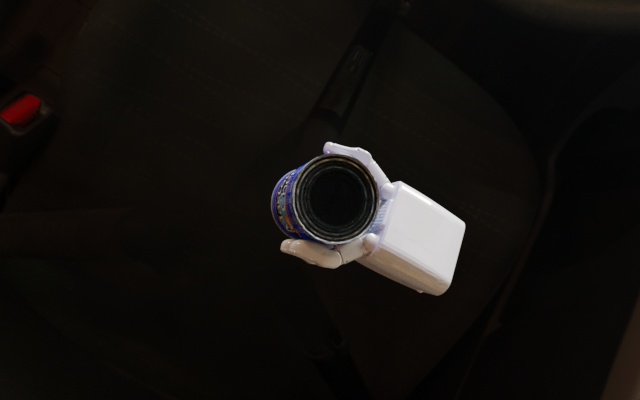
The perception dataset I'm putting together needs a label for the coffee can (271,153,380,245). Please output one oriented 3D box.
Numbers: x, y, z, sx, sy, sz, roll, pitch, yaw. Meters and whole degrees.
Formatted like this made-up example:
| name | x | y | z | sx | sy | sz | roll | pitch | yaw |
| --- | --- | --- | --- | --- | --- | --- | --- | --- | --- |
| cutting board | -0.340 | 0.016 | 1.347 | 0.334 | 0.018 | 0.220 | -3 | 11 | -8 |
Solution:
| name | x | y | z | sx | sy | sz | roll | pitch | yaw |
| --- | --- | --- | --- | --- | --- | --- | --- | --- | --- |
| coffee can | 0.000 | 0.002 | 0.595 | 0.103 | 0.103 | 0.140 | 0 | -3 | -15 |
